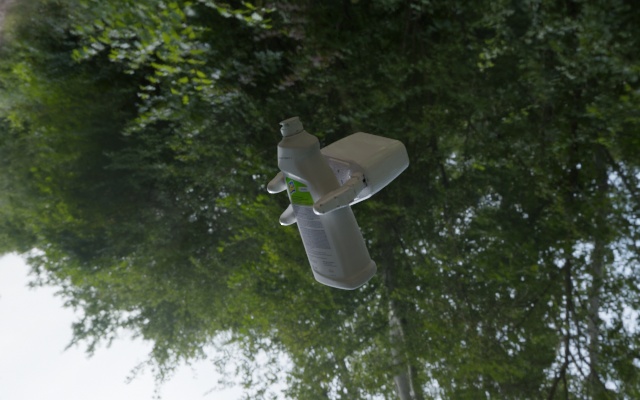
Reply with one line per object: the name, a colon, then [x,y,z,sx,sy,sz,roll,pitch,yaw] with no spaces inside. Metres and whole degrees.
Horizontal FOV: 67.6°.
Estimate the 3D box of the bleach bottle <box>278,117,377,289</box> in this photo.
bleach bottle: [0.000,0.002,0.692,0.068,0.251,0.102,-32,22,-36]
